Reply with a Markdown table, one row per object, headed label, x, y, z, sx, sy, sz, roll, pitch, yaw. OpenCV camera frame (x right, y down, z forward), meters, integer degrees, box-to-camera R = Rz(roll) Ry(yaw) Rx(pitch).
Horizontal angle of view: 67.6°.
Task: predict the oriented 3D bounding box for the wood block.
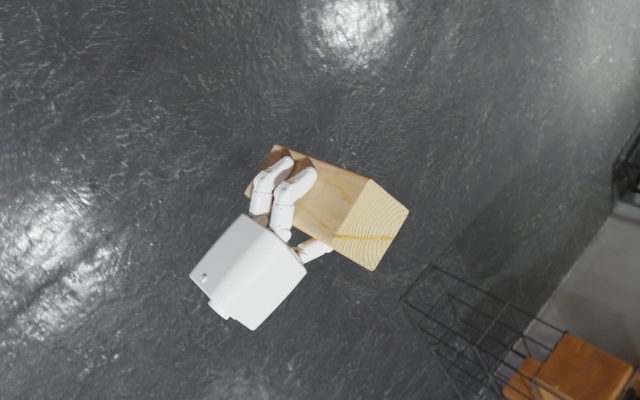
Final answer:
| label | x | y | z | sx | sy | sz | roll | pitch | yaw |
| --- | --- | --- | --- | --- | --- | --- | --- | --- | --- |
| wood block | 0.000 | 0.003 | 0.637 | 0.091 | 0.090 | 0.206 | 36 | -7 | -41 |
